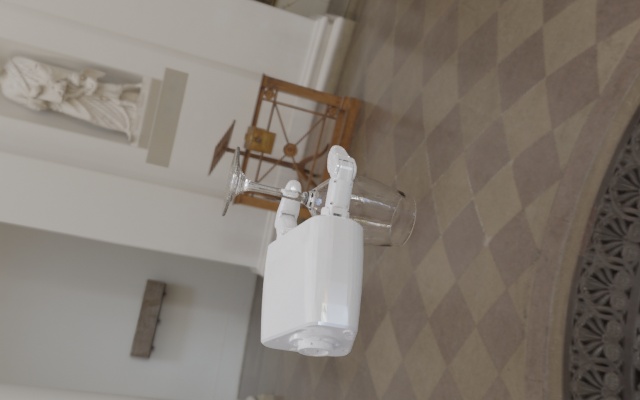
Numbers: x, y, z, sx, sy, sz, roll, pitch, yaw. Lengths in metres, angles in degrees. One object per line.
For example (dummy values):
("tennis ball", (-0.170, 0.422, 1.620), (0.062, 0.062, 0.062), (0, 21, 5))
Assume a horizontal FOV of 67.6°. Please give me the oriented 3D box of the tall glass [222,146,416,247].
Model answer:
("tall glass", (-0.001, 0.001, 0.518), (0.201, 0.079, 0.079), (13, -3, -15))
